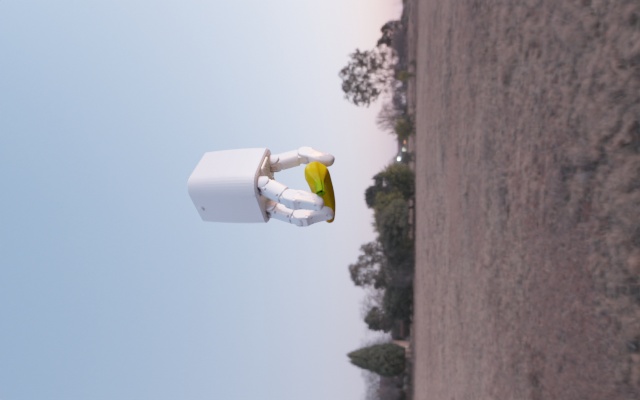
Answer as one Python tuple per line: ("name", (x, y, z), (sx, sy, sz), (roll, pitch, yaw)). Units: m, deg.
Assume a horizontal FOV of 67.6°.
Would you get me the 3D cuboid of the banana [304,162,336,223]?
("banana", (0.000, -0.016, 0.750), (0.037, 0.069, 0.198), (-2, -15, 7))
